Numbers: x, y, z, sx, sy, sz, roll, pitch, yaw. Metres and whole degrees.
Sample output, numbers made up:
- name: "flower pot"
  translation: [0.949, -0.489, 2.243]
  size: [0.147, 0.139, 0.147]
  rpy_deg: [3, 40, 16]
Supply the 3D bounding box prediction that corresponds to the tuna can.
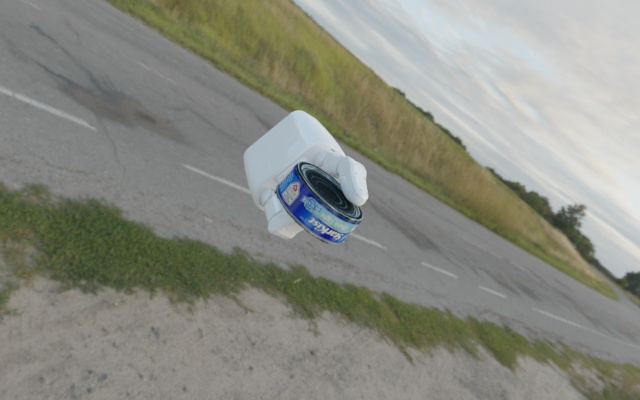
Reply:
- name: "tuna can"
  translation: [0.000, 0.001, 0.466]
  size: [0.086, 0.034, 0.086]
  rpy_deg: [37, 18, -15]
